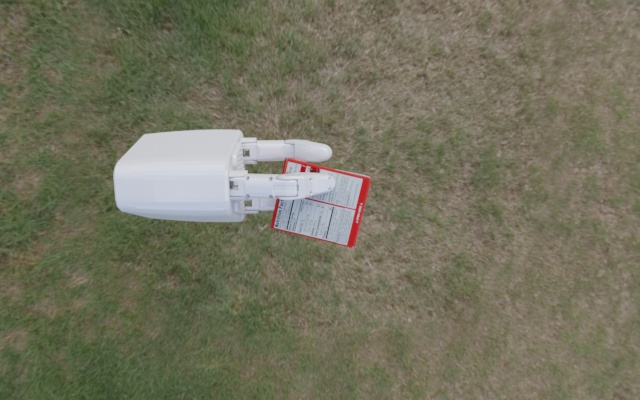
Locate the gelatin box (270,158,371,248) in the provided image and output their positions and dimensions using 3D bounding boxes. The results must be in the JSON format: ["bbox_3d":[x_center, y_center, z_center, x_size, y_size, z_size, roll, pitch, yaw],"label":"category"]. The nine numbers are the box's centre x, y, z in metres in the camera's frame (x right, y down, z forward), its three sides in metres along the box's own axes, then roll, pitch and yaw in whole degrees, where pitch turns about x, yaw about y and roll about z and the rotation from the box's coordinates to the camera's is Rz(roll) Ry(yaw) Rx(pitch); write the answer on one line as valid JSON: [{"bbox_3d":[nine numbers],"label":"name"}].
[{"bbox_3d":[0.000,0.002,0.484,0.089,0.073,0.030,13,6,2],"label":"gelatin box"}]
